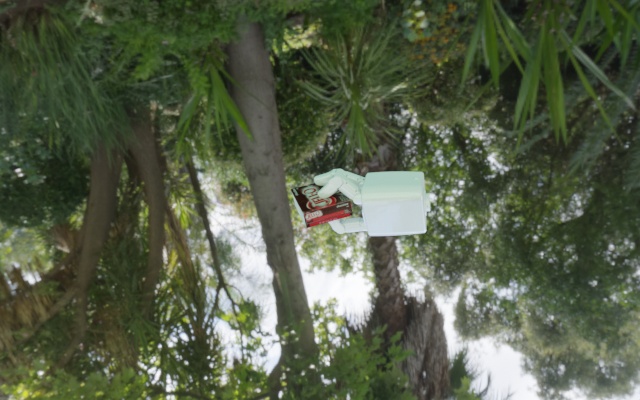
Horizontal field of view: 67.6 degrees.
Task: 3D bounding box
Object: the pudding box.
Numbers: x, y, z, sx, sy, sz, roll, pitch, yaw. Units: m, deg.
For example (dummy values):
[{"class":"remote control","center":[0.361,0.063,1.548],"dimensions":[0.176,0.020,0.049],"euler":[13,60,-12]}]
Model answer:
[{"class":"pudding box","center":[0.000,0.003,0.893],"dimensions":[0.090,0.039,0.113],"euler":[-14,24,-10]}]
